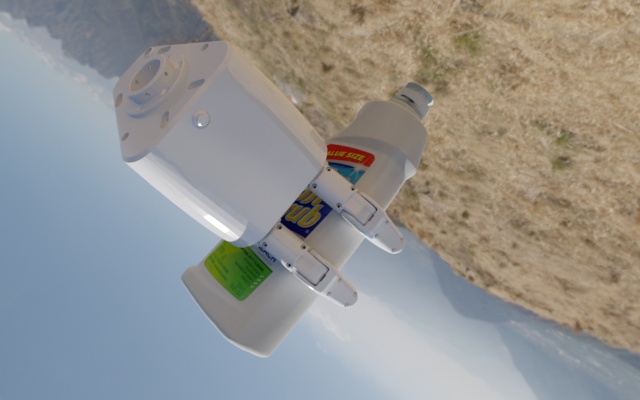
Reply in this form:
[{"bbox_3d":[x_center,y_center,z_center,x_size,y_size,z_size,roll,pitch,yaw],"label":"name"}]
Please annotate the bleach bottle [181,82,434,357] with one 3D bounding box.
[{"bbox_3d":[0.000,0.001,0.401,0.102,0.251,0.068,35,-7,43],"label":"bleach bottle"}]
